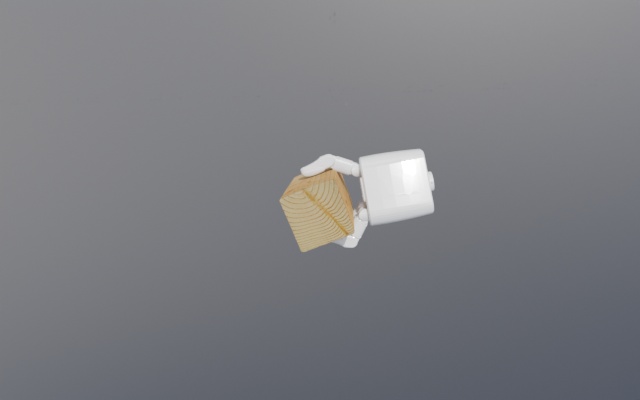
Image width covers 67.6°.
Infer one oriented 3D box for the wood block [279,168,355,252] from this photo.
[{"bbox_3d":[0.000,0.002,0.806,0.090,0.091,0.206,-21,10,7],"label":"wood block"}]
